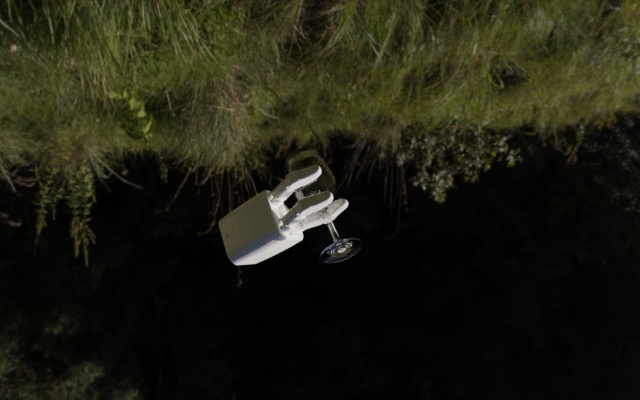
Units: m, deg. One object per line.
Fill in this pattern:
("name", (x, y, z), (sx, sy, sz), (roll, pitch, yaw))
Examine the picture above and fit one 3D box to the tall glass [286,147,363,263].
("tall glass", (0.001, 0.003, 0.818), (0.079, 0.201, 0.079), (-17, -30, -10))
